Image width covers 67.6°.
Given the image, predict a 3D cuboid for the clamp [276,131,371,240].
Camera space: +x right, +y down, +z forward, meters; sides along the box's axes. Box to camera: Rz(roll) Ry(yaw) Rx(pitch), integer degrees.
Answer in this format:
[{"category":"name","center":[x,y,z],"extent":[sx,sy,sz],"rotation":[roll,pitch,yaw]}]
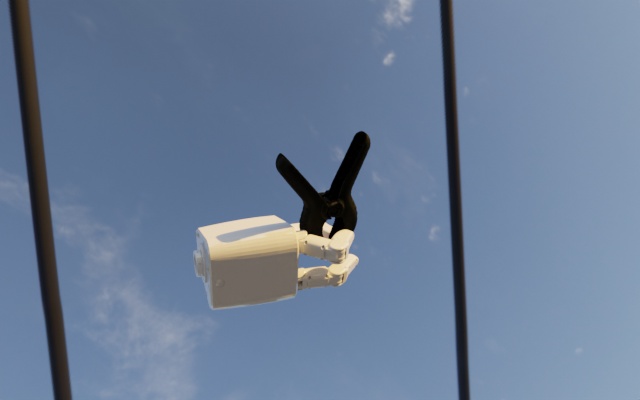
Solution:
[{"category":"clamp","center":[0.000,0.002,0.584],"extent":[0.120,0.171,0.039],"rotation":[-7,27,-21]}]
